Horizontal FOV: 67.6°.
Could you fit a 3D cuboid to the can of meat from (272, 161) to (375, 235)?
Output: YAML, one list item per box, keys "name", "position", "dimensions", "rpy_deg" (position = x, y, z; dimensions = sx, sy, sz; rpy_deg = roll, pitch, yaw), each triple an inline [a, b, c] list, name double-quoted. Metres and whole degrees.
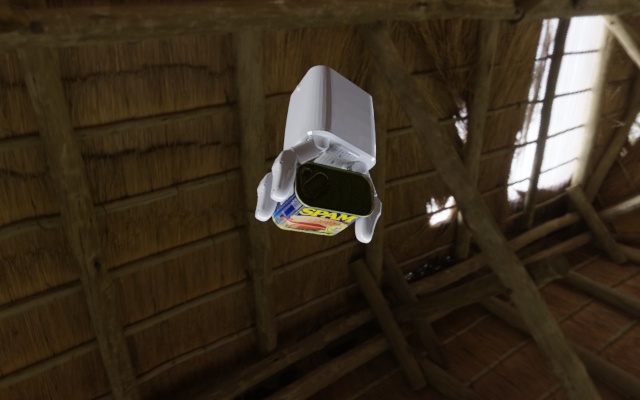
- name: "can of meat"
  position: [0.000, 0.002, 0.580]
  dimensions: [0.102, 0.057, 0.084]
  rpy_deg: [11, -26, -24]
